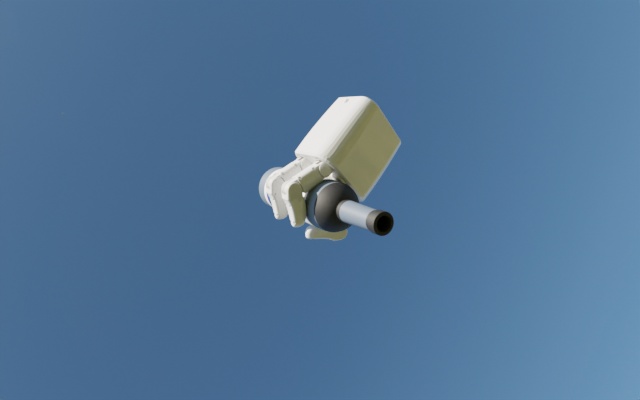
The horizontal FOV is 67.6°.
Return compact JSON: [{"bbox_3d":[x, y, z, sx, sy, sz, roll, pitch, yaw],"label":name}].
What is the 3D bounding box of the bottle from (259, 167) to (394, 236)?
[{"bbox_3d":[0.000,0.002,0.646,0.069,0.069,0.295,0,9,-28],"label":"bottle"}]
